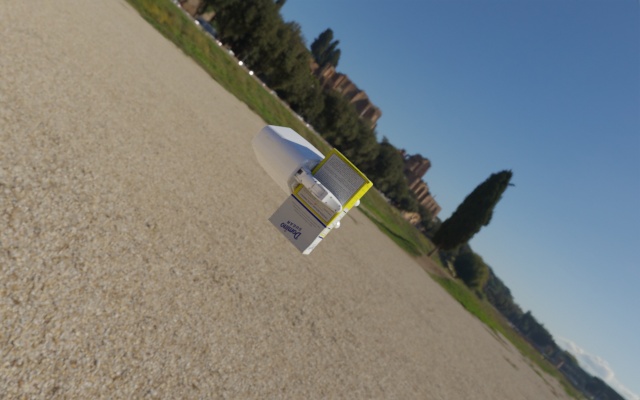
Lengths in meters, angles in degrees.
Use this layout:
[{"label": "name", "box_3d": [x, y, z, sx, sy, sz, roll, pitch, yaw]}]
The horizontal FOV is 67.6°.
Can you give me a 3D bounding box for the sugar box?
[{"label": "sugar box", "box_3d": [0.000, 0.003, 0.858, 0.093, 0.176, 0.048, 44, 5, 16]}]
